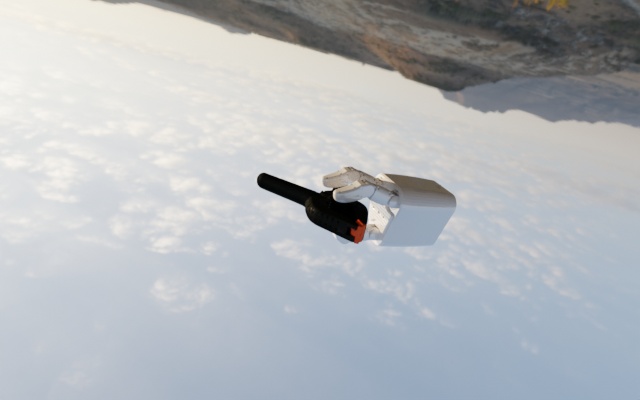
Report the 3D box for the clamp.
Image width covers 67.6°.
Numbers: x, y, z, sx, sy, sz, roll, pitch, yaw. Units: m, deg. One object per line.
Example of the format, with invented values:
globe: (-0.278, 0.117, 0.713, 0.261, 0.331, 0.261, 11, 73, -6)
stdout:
clamp: (0.000, 0.003, 0.723, 0.164, 0.036, 0.210, 1, 24, -21)
